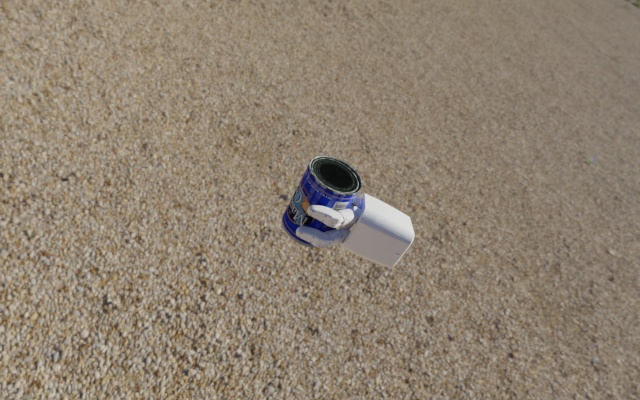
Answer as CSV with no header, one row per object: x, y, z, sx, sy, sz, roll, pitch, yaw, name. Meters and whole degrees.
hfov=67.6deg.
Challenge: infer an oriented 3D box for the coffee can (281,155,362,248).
0.000,0.003,0.877,0.103,0.140,0.102,18,38,-15,coffee can
